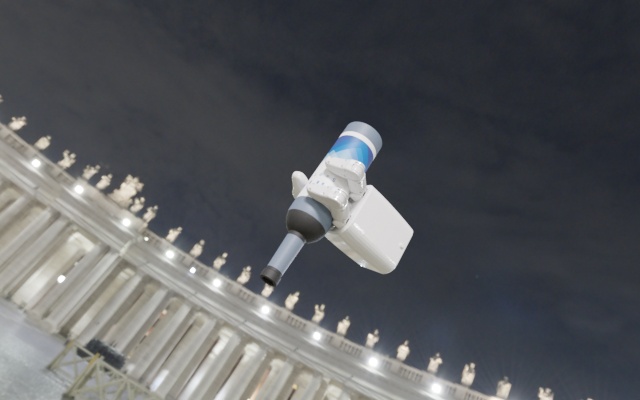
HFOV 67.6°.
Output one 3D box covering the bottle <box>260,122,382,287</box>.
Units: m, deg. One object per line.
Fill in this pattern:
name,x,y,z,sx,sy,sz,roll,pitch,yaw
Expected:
bottle,0.000,0.002,0.719,0.069,0.295,0.069,25,-30,16
